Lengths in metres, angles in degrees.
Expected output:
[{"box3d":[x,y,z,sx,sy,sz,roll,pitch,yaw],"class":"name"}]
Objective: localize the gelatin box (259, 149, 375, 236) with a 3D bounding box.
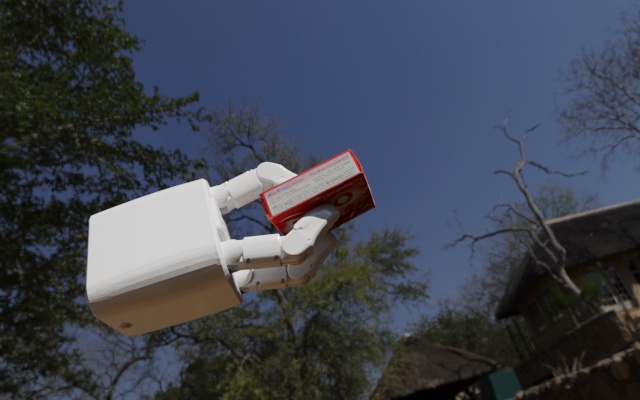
[{"box3d":[0.000,0.001,0.424,0.089,0.030,0.073,-27,-28,2],"class":"gelatin box"}]
